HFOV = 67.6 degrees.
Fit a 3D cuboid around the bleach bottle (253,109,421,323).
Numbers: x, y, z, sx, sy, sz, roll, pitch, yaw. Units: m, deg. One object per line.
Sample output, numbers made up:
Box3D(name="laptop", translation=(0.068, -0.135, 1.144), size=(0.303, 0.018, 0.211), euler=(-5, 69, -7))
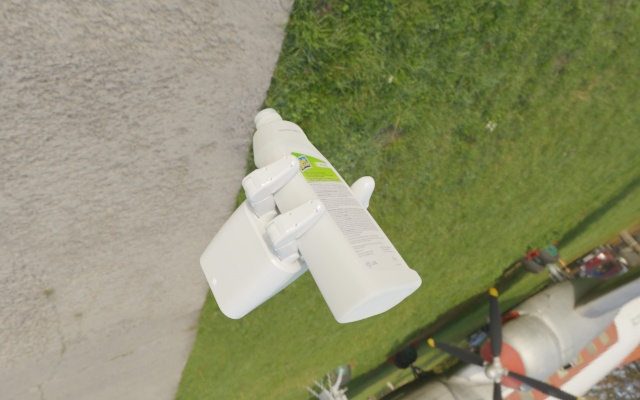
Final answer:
Box3D(name="bleach bottle", translation=(0.000, 0.002, 0.510), size=(0.102, 0.250, 0.068), euler=(3, -41, -51))
